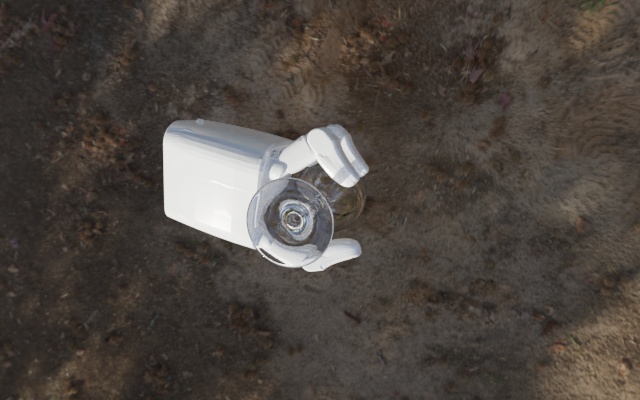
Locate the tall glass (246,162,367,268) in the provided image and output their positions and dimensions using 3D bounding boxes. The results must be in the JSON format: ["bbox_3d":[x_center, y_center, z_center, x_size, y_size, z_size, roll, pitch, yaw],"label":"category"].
[{"bbox_3d":[0.000,0.002,0.476,0.079,0.079,0.201,0,10,16],"label":"tall glass"}]
